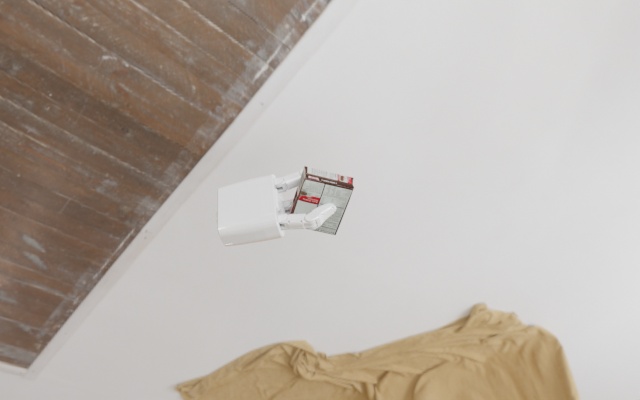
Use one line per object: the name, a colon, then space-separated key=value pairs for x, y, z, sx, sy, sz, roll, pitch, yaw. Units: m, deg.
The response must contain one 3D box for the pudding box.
pudding box: x=0.000 y=0.003 z=0.839 sx=0.090 sy=0.114 sz=0.039 roll=12 pitch=38 yaw=-11
